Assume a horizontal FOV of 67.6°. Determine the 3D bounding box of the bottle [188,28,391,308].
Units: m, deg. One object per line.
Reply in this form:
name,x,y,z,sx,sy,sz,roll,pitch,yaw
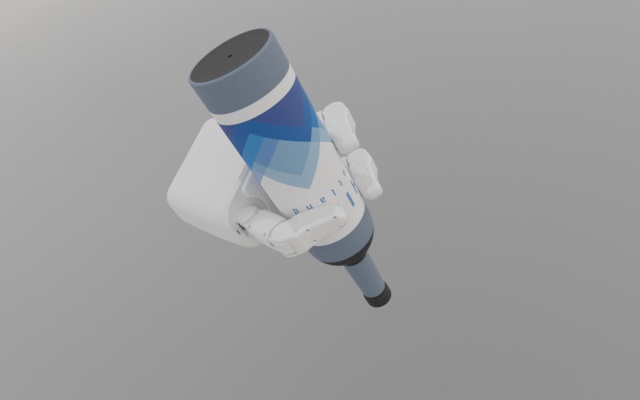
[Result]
bottle,0.000,0.001,0.412,0.069,0.069,0.296,0,-43,35
